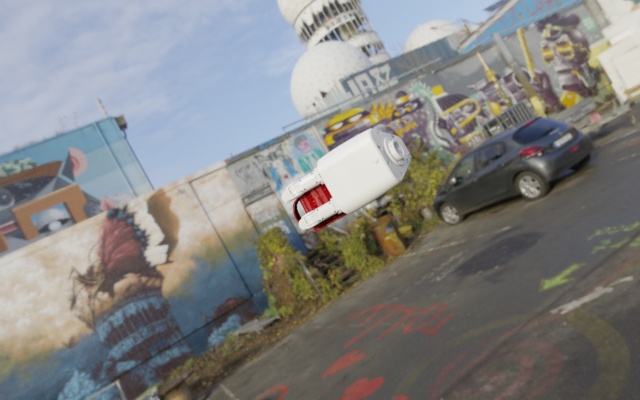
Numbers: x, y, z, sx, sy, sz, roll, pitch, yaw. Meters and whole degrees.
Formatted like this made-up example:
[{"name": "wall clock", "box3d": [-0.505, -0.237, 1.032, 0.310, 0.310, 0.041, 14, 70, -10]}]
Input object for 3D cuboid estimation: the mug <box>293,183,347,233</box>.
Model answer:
[{"name": "mug", "box3d": [-0.001, 0.003, 0.818, 0.117, 0.081, 0.093, -31, -3, 32]}]
